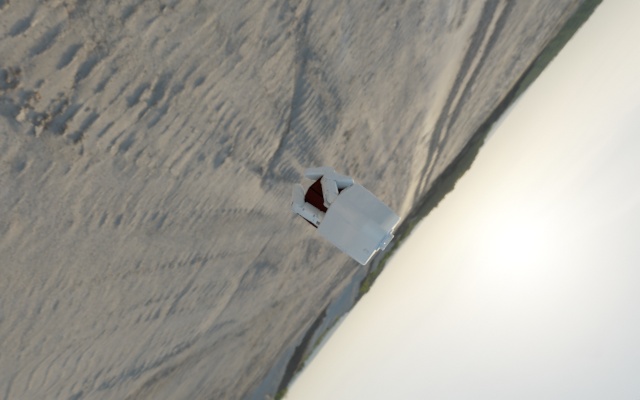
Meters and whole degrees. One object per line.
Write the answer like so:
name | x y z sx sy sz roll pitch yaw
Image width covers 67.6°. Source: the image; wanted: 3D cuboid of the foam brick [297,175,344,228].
foam brick | 0.000 0.003 0.886 0.051 0.078 0.053 37 46 10
